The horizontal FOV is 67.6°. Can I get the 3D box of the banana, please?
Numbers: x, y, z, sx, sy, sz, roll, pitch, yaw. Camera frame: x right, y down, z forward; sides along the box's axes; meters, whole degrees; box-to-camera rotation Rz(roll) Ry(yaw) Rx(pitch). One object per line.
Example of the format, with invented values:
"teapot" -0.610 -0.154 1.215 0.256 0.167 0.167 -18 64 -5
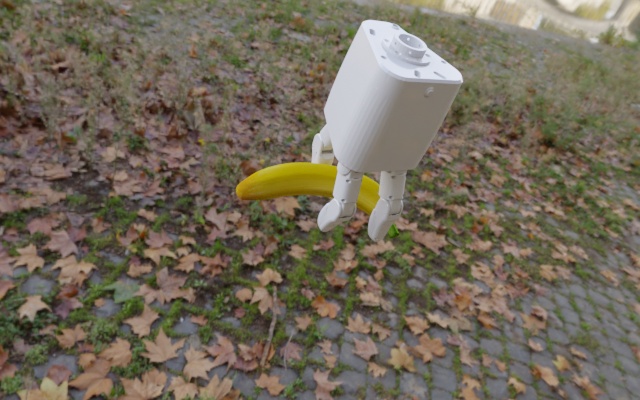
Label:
"banana" 0.004 -0.012 0.552 0.198 0.069 0.037 14 -40 -13
